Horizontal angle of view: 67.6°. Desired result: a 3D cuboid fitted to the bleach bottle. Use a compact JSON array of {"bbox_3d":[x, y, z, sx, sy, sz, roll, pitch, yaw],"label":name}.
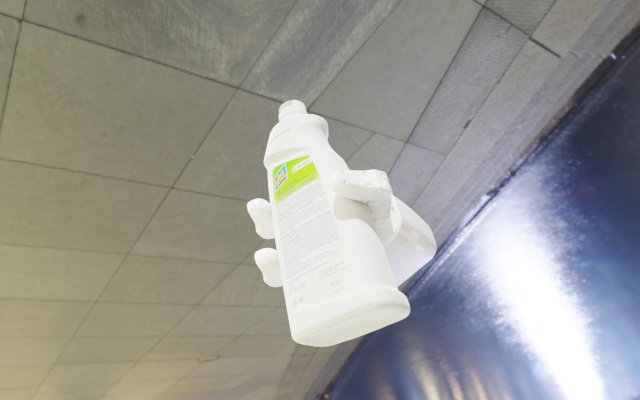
[{"bbox_3d":[0.000,0.002,0.458,0.102,0.250,0.068,-28,-33,24],"label":"bleach bottle"}]
